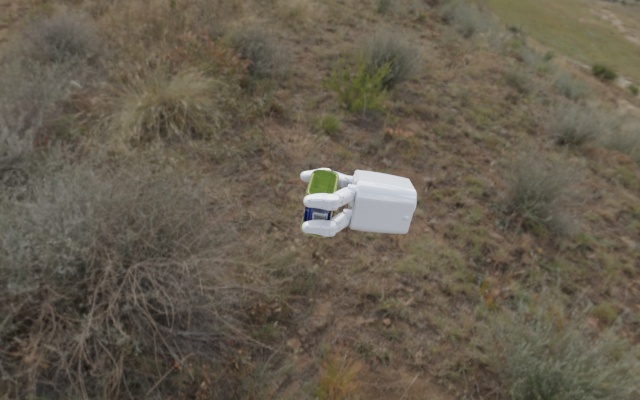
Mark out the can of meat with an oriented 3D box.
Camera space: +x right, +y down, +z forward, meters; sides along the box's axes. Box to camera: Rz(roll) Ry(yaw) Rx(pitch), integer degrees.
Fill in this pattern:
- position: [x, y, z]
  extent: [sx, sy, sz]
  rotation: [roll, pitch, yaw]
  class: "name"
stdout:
- position: [0.000, 0.003, 0.872]
  extent: [0.057, 0.084, 0.102]
  rotation: [10, 36, 2]
  class: "can of meat"
